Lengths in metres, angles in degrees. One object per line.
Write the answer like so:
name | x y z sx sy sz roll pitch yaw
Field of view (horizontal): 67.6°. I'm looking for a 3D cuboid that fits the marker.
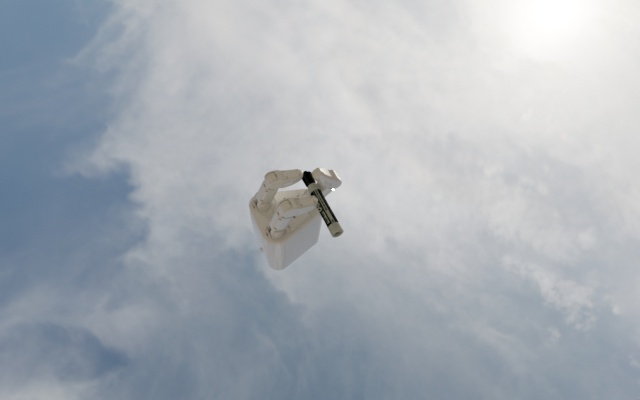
marker | 0.000 0.002 0.718 0.020 0.121 0.020 -21 -30 -13
